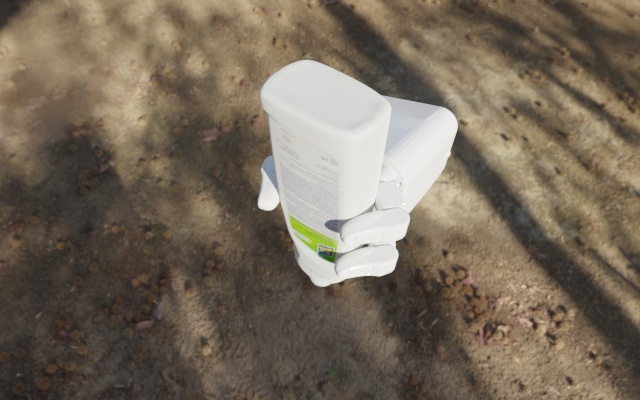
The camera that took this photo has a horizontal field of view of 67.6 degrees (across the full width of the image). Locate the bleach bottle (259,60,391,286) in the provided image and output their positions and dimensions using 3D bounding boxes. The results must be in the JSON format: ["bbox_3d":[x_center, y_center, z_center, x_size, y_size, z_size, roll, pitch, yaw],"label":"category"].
[{"bbox_3d":[0.000,0.002,0.453,0.102,0.251,0.068,32,56,22],"label":"bleach bottle"}]
